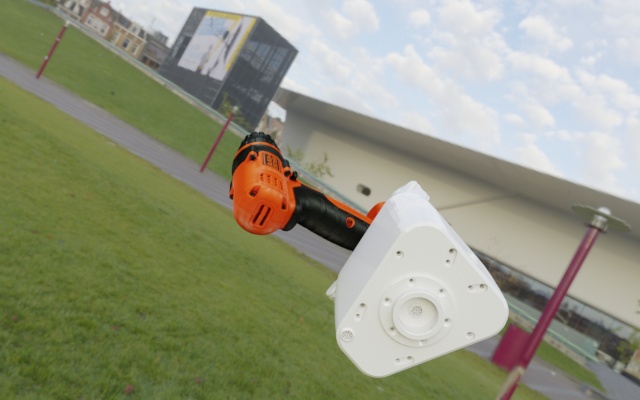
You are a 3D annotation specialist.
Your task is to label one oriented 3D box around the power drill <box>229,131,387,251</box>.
[{"bbox_3d":[0.001,0.002,0.474,0.188,0.057,0.184,23,21,-17],"label":"power drill"}]
